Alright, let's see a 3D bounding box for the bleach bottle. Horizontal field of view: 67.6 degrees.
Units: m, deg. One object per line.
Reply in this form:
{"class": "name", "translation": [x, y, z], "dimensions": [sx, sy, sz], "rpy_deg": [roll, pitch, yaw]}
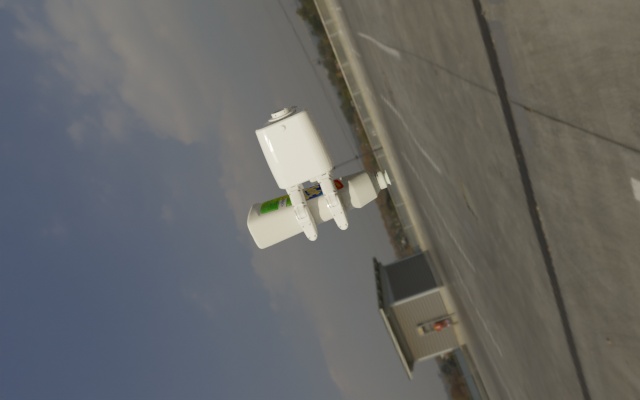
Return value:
{"class": "bleach bottle", "translation": [0.000, 0.003, 0.838], "dimensions": [0.251, 0.068, 0.102], "rpy_deg": [-22, 19, 8]}
